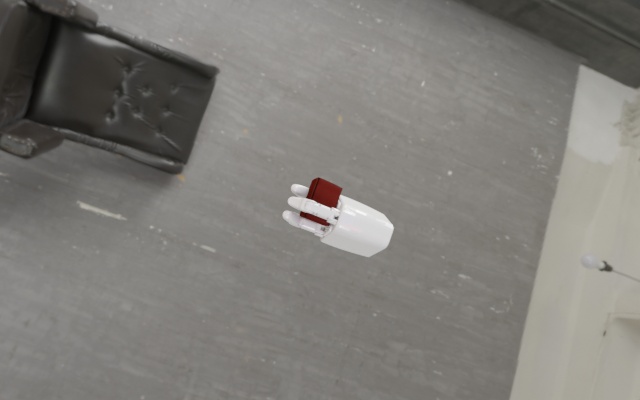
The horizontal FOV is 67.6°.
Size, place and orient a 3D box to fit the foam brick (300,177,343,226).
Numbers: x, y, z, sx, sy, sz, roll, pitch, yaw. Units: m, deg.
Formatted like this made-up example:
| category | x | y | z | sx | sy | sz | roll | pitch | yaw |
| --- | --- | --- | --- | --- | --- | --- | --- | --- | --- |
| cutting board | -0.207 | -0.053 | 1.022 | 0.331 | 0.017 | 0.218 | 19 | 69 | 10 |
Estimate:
| category | x | y | z | sx | sy | sz | roll | pitch | yaw |
| --- | --- | --- | --- | --- | --- | --- | --- | --- | --- |
| foam brick | 0.000 | 0.003 | 0.897 | 0.051 | 0.078 | 0.053 | 21 | -6 | -12 |
